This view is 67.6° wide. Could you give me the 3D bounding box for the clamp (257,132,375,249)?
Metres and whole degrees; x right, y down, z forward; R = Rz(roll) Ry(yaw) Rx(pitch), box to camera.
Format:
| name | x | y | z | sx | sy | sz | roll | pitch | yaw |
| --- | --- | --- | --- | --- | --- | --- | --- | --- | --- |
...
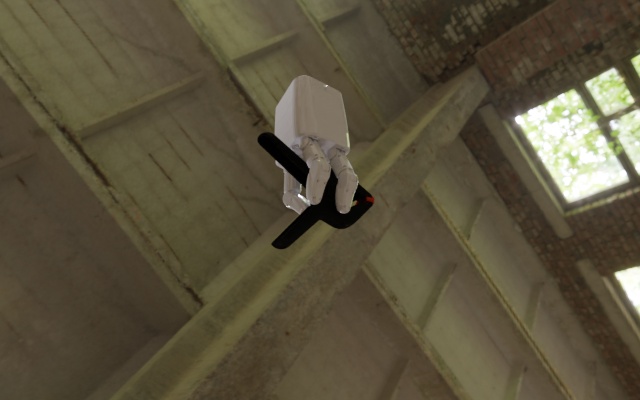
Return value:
| name | x | y | z | sx | sy | sz | roll | pitch | yaw |
| --- | --- | --- | --- | --- | --- | --- | --- | --- | --- |
| clamp | 0.000 | 0.002 | 0.688 | 0.210 | 0.164 | 0.036 | 16 | -30 | -39 |
